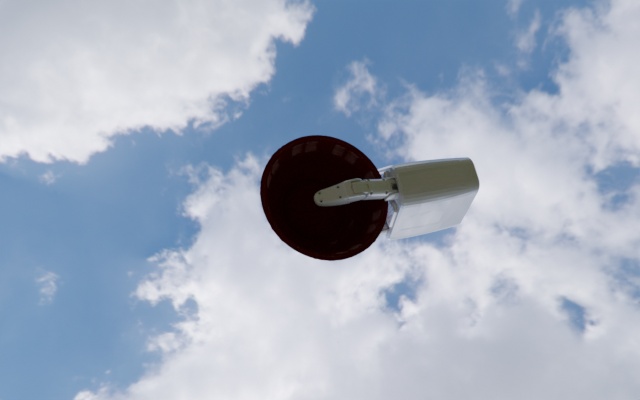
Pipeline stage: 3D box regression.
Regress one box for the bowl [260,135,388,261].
[{"bbox_3d":[-0.001,0.002,0.599,0.162,0.162,0.055,0,-19,-18],"label":"bowl"}]
